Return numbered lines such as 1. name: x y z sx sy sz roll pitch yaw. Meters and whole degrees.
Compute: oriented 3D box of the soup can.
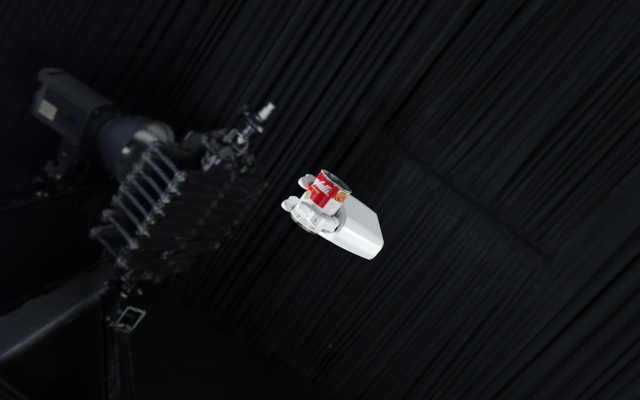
1. soup can: 0.000 0.003 0.885 0.068 0.102 0.068 35 13 -9
